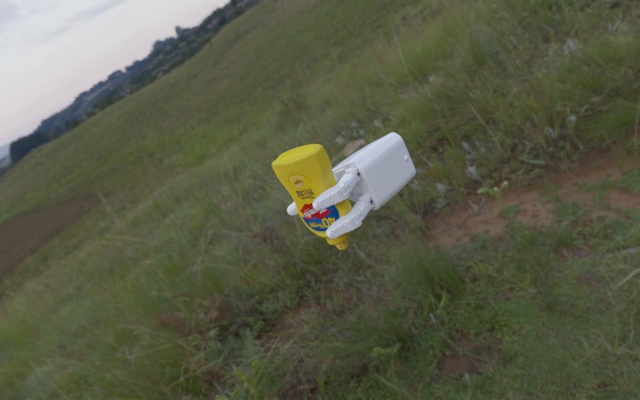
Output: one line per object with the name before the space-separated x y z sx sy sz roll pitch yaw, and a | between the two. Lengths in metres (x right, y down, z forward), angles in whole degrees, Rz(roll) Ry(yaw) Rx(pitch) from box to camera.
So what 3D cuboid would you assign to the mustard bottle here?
mustard bottle | 0.000 0.003 0.800 0.096 0.192 0.058 -10 28 36
